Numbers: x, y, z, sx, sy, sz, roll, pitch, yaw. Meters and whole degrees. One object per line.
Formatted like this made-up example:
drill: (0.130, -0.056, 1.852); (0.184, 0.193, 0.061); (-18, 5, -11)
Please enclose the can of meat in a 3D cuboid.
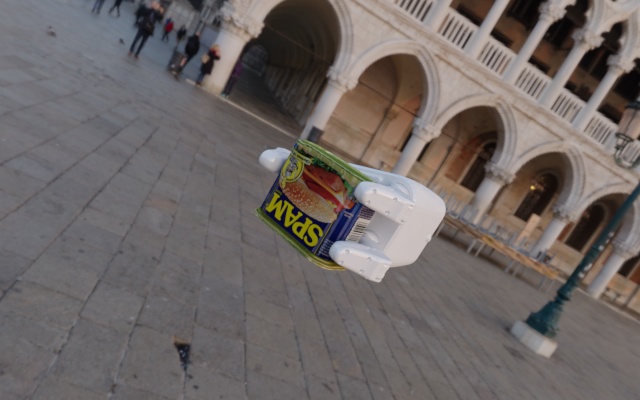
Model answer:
can of meat: (0.000, 0.001, 0.442); (0.102, 0.084, 0.057); (37, 12, 33)
